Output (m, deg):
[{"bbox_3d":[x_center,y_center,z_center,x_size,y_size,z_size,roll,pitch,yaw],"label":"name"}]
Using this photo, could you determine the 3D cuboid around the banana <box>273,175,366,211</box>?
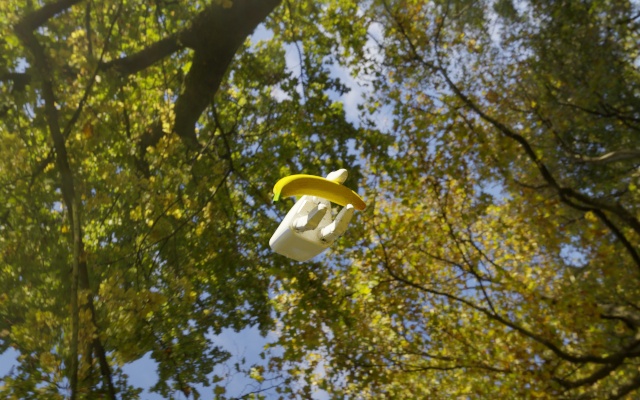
[{"bbox_3d":[-0.007,-0.014,0.857,0.198,0.069,0.037,3,-31,-33],"label":"banana"}]
